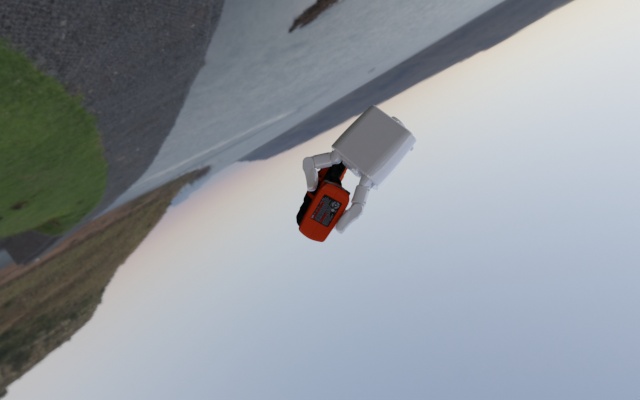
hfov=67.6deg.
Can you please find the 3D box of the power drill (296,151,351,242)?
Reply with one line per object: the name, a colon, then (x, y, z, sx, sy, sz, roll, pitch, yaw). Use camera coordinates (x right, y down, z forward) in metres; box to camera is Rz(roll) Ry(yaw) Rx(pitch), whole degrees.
power drill: (0.000, 0.003, 0.894, 0.057, 0.184, 0.187, 25, 20, -9)
